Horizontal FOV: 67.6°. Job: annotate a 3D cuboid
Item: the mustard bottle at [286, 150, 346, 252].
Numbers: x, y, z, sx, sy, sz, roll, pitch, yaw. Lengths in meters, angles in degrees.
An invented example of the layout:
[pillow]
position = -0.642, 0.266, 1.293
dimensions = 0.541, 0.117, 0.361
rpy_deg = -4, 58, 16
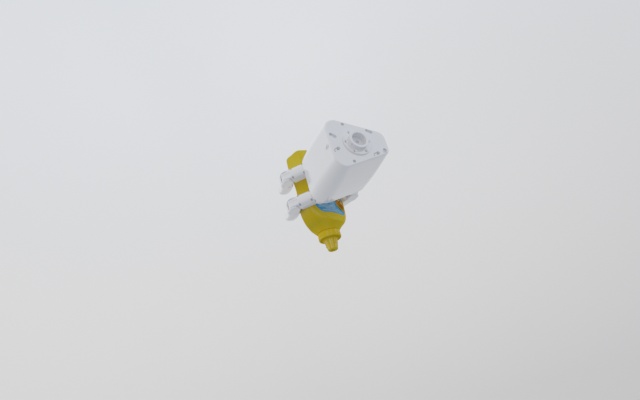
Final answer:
[mustard bottle]
position = 0.000, 0.003, 0.868
dimensions = 0.096, 0.191, 0.058
rpy_deg = 14, -38, -45
